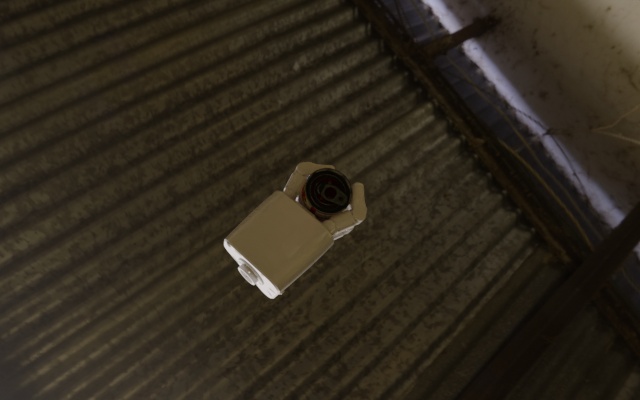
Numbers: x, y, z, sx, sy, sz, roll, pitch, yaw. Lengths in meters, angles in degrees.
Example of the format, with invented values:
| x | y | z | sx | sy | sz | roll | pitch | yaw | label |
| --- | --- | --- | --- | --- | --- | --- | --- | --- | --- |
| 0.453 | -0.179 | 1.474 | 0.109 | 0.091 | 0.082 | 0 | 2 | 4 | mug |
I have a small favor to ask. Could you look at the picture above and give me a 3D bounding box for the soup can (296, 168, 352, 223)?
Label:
| x | y | z | sx | sy | sz | roll | pitch | yaw | label |
| --- | --- | --- | --- | --- | --- | --- | --- | --- | --- |
| 0.000 | 0.002 | 0.705 | 0.068 | 0.068 | 0.102 | 0 | -18 | -14 | soup can |
